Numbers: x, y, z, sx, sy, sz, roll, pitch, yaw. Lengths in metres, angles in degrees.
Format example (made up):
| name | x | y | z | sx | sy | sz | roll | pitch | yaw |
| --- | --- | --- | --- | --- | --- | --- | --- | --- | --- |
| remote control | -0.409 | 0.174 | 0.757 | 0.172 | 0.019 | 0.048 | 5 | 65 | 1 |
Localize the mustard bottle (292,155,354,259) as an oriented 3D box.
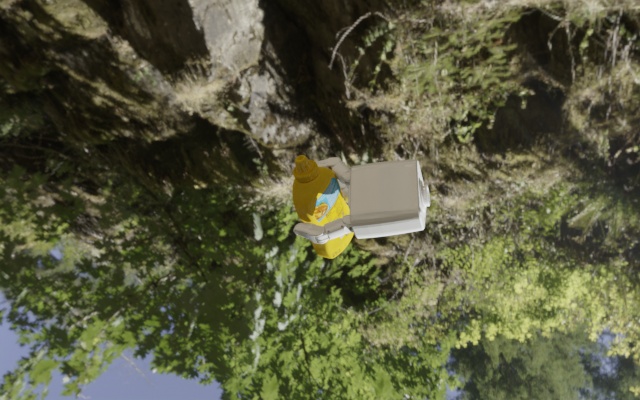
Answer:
| name | x | y | z | sx | sy | sz | roll | pitch | yaw |
| --- | --- | --- | --- | --- | --- | --- | --- | --- | --- |
| mustard bottle | 0.000 | 0.003 | 0.789 | 0.058 | 0.096 | 0.192 | 11 | -38 | 34 |
